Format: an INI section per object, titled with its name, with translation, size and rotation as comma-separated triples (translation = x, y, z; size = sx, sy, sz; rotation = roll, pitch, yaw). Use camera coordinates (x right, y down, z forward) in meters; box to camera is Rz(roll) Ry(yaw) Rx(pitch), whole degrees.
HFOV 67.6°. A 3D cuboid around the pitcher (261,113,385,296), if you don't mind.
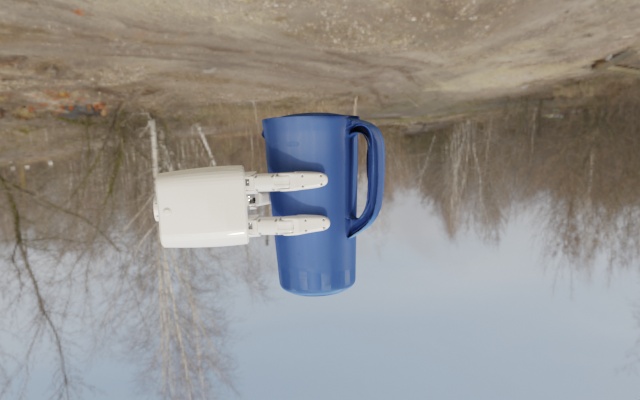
[pitcher]
translation = 0.000, 0.002, 0.654
size = 0.145, 0.243, 0.149
rotation = -4, 7, -13
